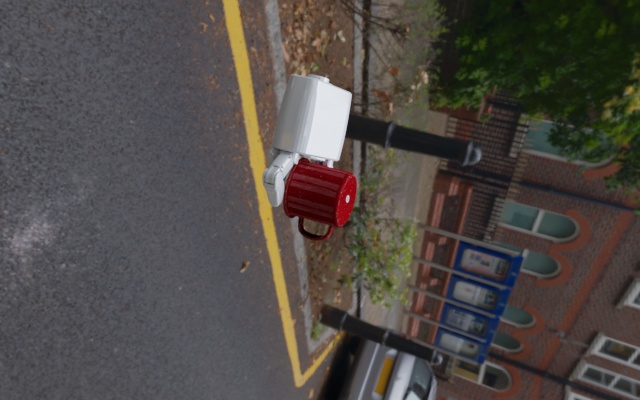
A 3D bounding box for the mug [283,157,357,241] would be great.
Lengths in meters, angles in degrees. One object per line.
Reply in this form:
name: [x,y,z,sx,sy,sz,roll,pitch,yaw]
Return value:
mug: [0.000,0.004,0.699,0.081,0.117,0.093,15,9,20]
